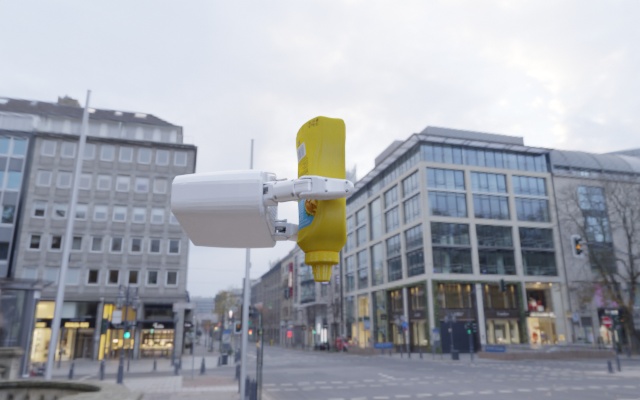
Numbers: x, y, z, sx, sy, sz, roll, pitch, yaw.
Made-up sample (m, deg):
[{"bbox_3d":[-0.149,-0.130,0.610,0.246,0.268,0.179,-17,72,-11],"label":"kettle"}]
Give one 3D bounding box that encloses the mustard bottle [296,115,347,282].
[{"bbox_3d":[0.000,0.002,0.580,0.058,0.191,0.096,5,-16,-19],"label":"mustard bottle"}]
